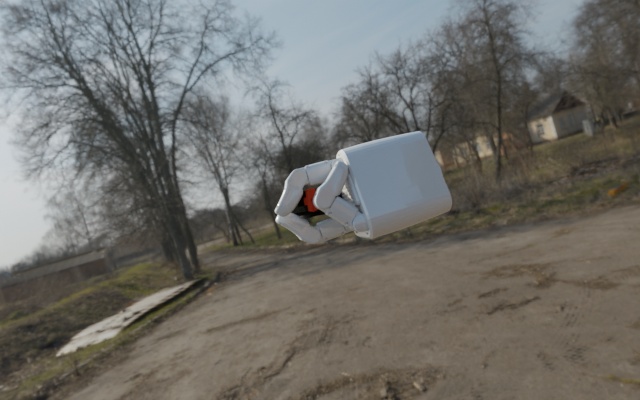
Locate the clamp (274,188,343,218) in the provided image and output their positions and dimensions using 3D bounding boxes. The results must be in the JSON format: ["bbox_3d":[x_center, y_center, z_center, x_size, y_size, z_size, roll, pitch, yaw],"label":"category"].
[{"bbox_3d":[0.000,0.002,0.651,0.120,0.039,0.171,-16,0,-9],"label":"clamp"}]
